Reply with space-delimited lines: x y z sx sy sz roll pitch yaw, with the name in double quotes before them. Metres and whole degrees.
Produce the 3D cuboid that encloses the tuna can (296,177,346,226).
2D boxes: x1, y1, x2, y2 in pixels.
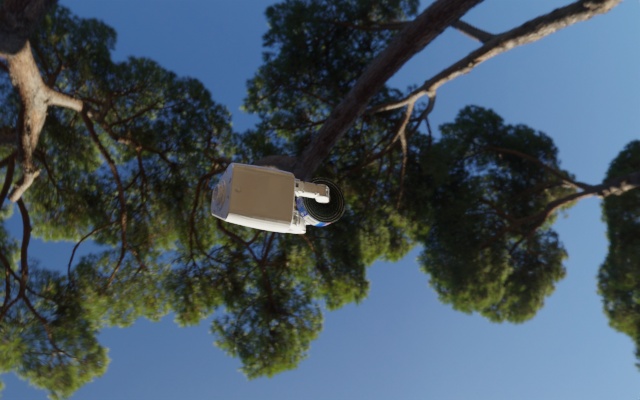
"tuna can" 0.000 0.003 0.863 0.086 0.086 0.034 0 -15 -27
